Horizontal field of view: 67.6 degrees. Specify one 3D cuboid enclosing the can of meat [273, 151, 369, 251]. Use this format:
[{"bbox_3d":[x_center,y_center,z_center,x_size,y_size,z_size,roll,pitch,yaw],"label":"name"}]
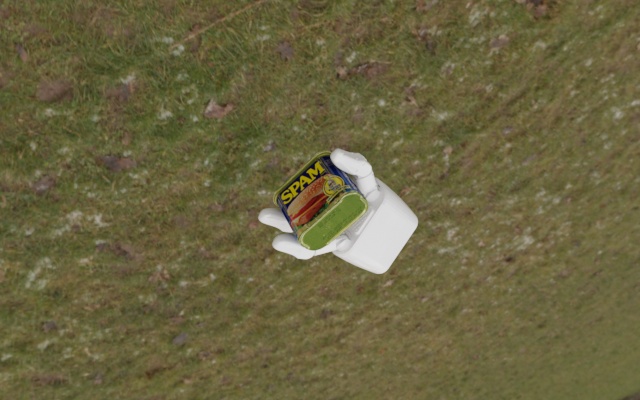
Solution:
[{"bbox_3d":[0.000,0.002,0.603,0.057,0.102,0.084,37,15,-47],"label":"can of meat"}]
